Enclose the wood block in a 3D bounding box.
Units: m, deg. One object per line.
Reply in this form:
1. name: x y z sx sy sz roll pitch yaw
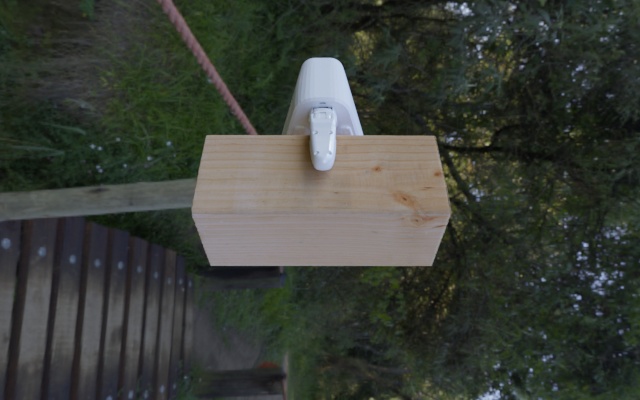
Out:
1. wood block: 0.000 0.001 0.435 0.206 0.090 0.091 0 -37 0
